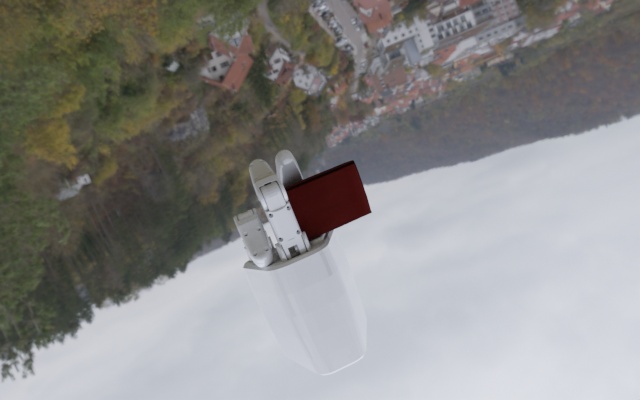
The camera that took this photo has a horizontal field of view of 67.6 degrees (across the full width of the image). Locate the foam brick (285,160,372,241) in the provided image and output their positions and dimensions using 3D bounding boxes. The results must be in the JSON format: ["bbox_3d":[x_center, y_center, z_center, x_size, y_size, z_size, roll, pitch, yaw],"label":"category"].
[{"bbox_3d":[0.000,0.001,0.449,0.078,0.051,0.053,-23,4,-8],"label":"foam brick"}]
